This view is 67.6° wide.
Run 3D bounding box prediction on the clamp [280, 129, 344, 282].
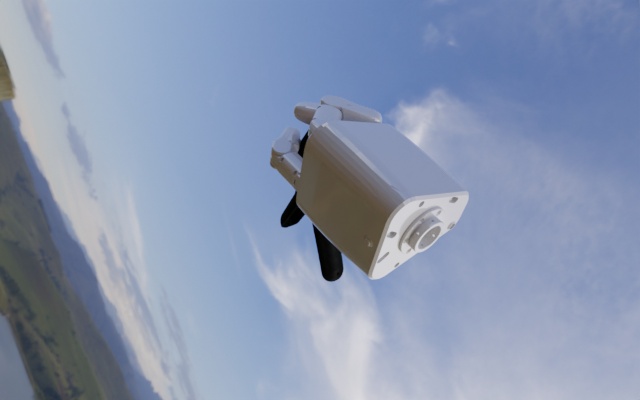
[{"bbox_3d":[0.001,0.001,0.512,0.039,0.172,0.120,-20,51,-31],"label":"clamp"}]
